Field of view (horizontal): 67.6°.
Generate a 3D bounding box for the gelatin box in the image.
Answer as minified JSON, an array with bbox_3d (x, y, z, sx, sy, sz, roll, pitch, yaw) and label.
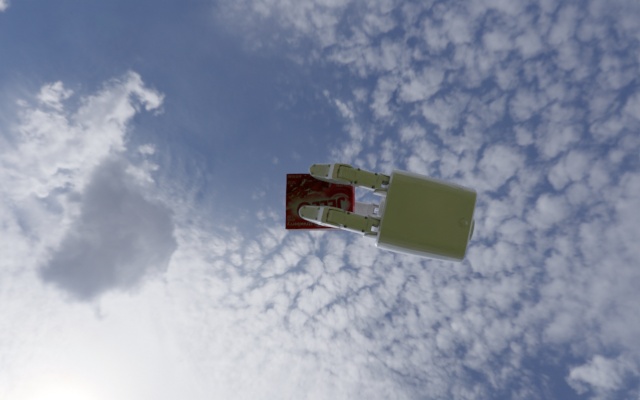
[{"bbox_3d":[0.000,0.002,0.617,0.089,0.073,0.030,-1,-9,8],"label":"gelatin box"}]
